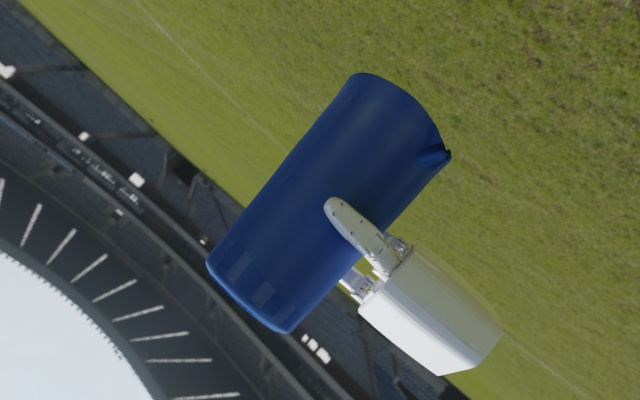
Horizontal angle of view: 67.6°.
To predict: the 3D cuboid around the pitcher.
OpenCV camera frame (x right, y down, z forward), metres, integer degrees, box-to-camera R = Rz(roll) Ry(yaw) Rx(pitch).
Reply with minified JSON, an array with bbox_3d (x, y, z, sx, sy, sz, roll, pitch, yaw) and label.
[{"bbox_3d":[0.000,0.002,0.479,0.145,0.243,0.149,40,-9,6],"label":"pitcher"}]
